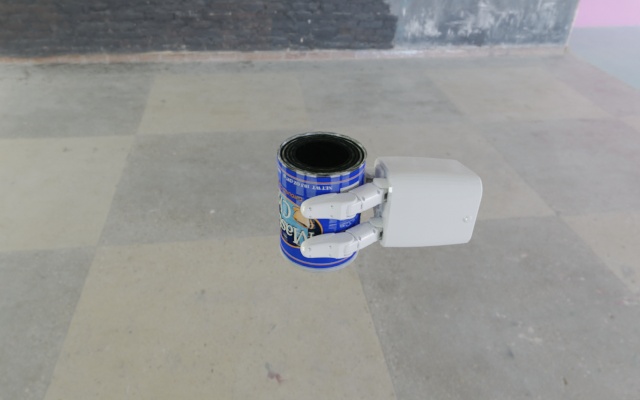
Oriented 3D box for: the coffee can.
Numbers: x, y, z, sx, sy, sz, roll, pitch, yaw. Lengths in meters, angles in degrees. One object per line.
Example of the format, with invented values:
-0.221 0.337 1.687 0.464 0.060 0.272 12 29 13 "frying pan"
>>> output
0.000 0.002 0.580 0.103 0.140 0.102 1 35 -1 "coffee can"
